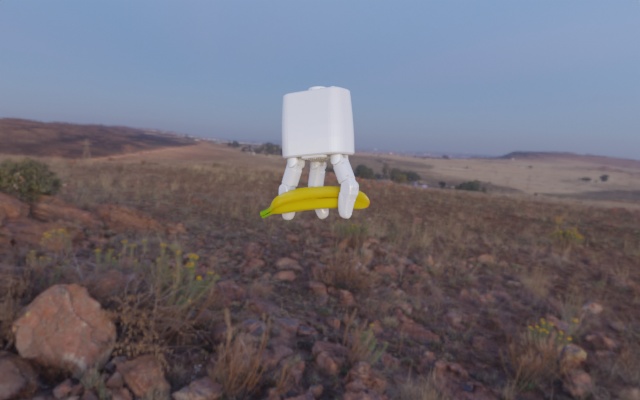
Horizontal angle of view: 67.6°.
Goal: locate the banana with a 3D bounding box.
[{"bbox_3d":[0.004,-0.001,0.774,0.198,0.037,0.069,-3,-11,-24],"label":"banana"}]
